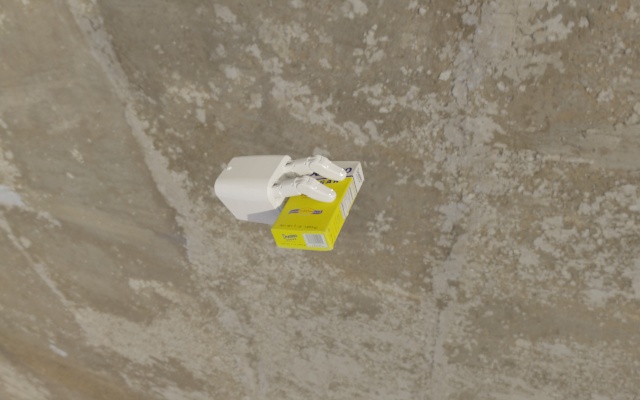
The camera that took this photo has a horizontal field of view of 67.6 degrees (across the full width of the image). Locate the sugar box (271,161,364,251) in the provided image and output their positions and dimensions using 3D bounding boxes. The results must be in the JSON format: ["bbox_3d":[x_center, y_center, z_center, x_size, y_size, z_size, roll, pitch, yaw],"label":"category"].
[{"bbox_3d":[0.000,0.002,0.762,0.093,0.048,0.176,2,43,24],"label":"sugar box"}]
